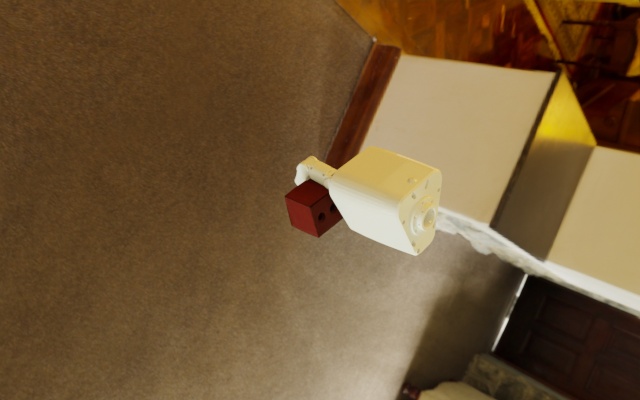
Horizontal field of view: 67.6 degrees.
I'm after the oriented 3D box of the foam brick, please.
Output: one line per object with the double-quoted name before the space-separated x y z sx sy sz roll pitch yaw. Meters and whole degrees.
"foam brick" 0.000 0.002 0.638 0.051 0.053 0.078 24 50 40
